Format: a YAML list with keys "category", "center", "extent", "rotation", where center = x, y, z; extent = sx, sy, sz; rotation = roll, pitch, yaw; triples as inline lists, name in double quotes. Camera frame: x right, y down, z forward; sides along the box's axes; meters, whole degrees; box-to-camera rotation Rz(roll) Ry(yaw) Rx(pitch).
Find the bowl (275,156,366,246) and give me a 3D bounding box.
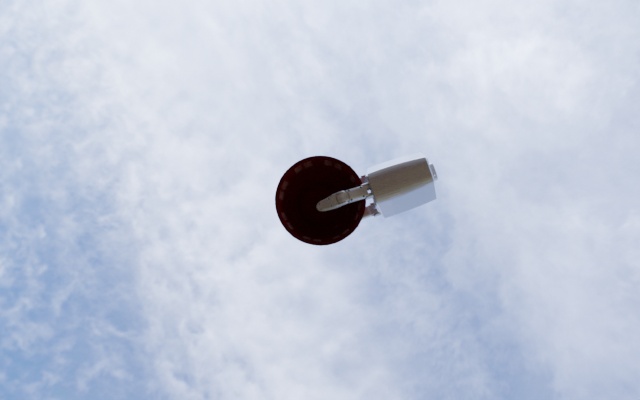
- category: "bowl"
  center: [-0.001, 0.003, 0.868]
  extent: [0.162, 0.162, 0.055]
  rotation: [0, -8, 1]
